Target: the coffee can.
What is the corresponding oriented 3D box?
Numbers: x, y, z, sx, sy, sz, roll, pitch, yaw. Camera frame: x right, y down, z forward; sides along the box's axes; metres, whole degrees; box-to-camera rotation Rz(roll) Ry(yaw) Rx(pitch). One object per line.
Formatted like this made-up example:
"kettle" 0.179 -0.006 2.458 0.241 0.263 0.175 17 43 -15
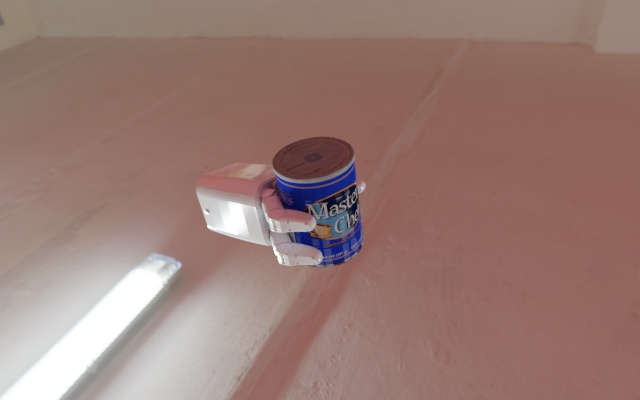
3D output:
"coffee can" 0.000 0.002 0.627 0.103 0.140 0.102 -6 35 4
